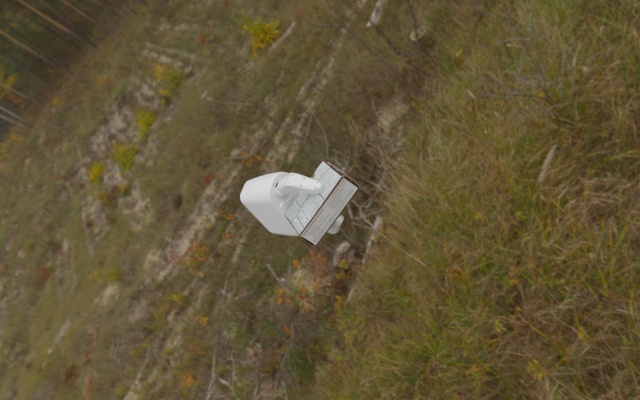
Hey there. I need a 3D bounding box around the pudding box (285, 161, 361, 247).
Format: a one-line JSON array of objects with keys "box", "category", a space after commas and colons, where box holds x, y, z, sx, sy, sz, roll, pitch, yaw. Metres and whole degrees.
[{"box": [0.000, 0.002, 0.726, 0.039, 0.113, 0.090, 32, 7, -27], "category": "pudding box"}]
